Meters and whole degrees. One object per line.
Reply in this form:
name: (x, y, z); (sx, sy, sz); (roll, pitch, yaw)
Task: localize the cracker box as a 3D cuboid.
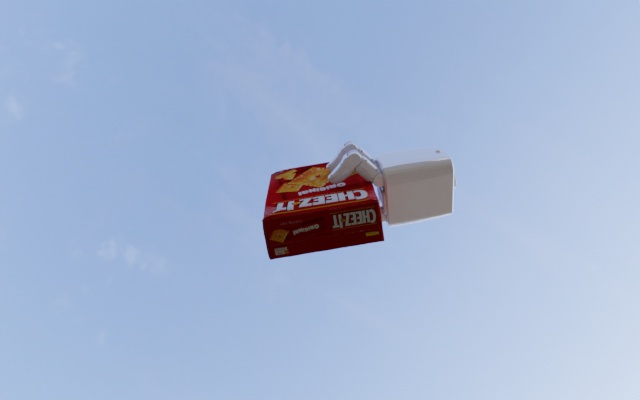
cracker box: (0.000, 0.003, 0.746); (0.164, 0.072, 0.213); (-10, 20, 1)
